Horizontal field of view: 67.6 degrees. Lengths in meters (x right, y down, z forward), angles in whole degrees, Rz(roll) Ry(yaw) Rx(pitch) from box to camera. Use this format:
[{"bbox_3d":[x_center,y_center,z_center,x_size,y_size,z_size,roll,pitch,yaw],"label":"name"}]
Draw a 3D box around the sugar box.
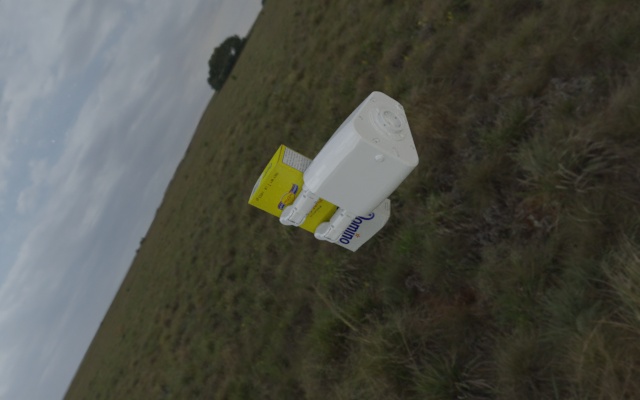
[{"bbox_3d":[0.000,0.002,0.662,0.176,0.048,0.093,27,-47,-15],"label":"sugar box"}]
